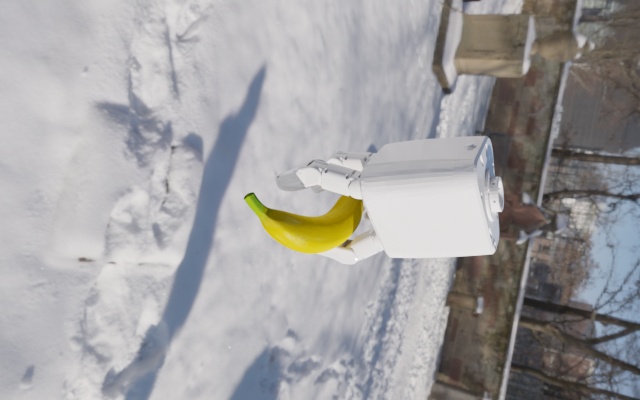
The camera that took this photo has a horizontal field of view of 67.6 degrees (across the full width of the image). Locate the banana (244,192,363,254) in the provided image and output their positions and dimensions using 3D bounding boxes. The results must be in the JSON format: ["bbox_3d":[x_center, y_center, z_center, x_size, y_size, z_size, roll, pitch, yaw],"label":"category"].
[{"bbox_3d":[0.002,0.020,0.509,0.037,0.069,0.198,-18,-8,32],"label":"banana"}]
